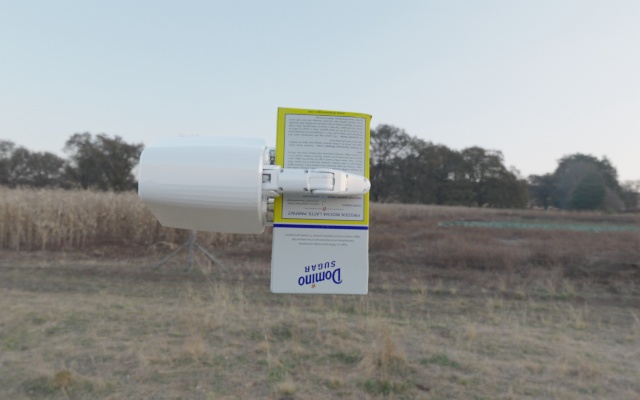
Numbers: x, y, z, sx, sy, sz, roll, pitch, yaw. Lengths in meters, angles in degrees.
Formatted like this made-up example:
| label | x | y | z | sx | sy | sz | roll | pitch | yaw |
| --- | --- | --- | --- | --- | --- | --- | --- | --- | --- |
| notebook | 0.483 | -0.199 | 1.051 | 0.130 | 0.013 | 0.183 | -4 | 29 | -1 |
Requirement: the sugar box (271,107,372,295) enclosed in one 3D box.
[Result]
| label | x | y | z | sx | sy | sz | roll | pitch | yaw |
| --- | --- | --- | --- | --- | --- | --- | --- | --- | --- |
| sugar box | 0.000 | 0.001 | 0.468 | 0.093 | 0.176 | 0.048 | 3 | -2 | -5 |
